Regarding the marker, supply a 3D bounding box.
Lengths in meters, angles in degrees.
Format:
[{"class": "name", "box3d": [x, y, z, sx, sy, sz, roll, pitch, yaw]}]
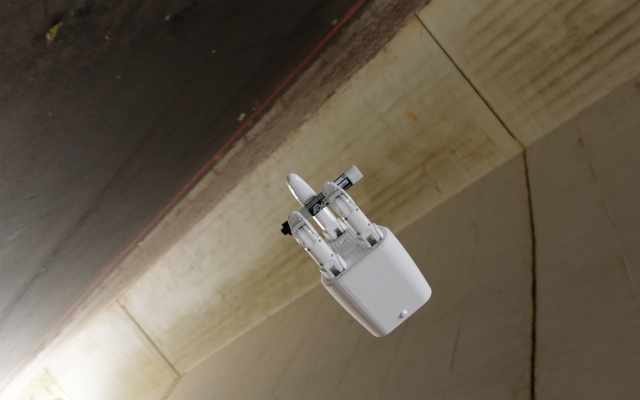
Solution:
[{"class": "marker", "box3d": [0.000, 0.002, 0.589, 0.121, 0.020, 0.020, -40, -1, 1]}]
